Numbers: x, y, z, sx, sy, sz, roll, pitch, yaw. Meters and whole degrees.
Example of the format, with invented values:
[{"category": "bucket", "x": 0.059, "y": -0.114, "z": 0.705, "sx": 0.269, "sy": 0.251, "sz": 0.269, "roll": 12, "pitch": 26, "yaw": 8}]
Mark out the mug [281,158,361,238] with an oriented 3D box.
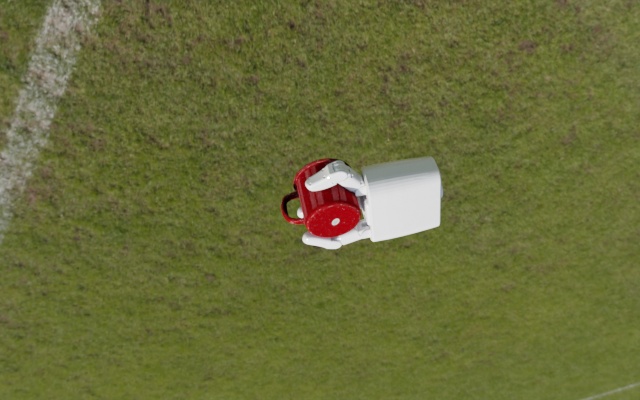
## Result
[{"category": "mug", "x": -0.001, "y": 0.003, "z": 0.694, "sx": 0.117, "sy": 0.081, "sz": 0.093, "roll": -13, "pitch": -38, "yaw": -1}]
